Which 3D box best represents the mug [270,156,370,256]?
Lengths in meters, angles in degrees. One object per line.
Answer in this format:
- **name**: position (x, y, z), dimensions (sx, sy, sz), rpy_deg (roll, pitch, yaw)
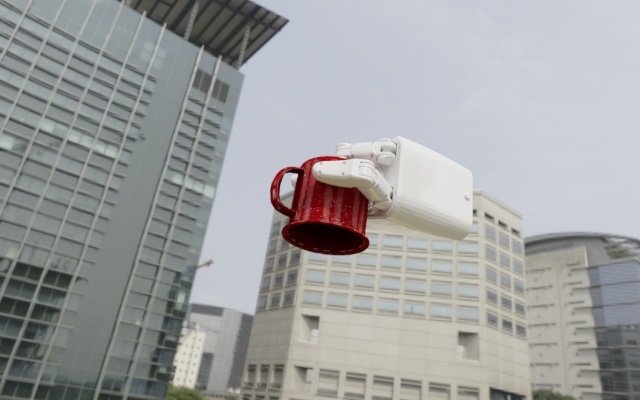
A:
- **mug**: position (-0.001, 0.001, 0.509), dimensions (0.117, 0.081, 0.093), rpy_deg (20, -27, -23)
